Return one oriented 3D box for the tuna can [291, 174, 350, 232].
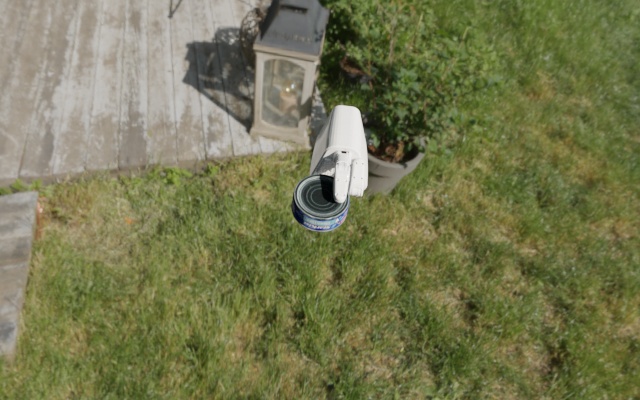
[{"bbox_3d":[0.000,0.002,0.714,0.086,0.086,0.034,0,-35,-9],"label":"tuna can"}]
